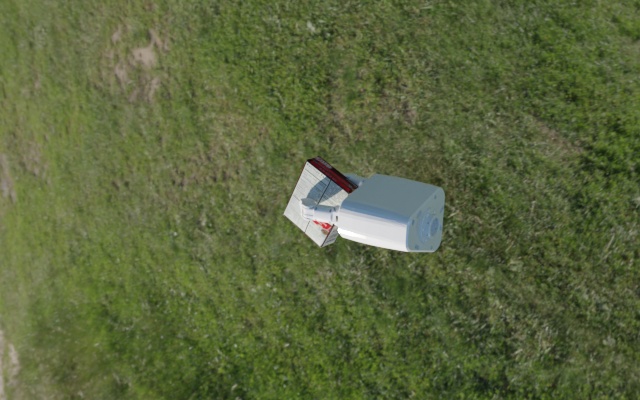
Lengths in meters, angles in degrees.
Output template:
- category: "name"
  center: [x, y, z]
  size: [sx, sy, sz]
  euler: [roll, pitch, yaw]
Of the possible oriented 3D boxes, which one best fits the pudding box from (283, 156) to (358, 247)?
- category: "pudding box"
  center: [0.000, 0.002, 0.734]
  size: [0.090, 0.113, 0.039]
  euler: [40, 32, 22]
